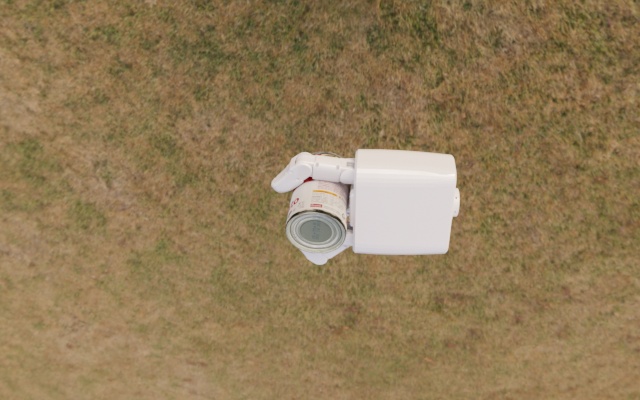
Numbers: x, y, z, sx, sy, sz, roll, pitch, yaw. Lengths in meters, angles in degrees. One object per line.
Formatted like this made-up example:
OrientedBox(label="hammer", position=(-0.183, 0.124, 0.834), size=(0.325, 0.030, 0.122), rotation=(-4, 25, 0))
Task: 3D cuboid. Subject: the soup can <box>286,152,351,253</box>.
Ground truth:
OrientedBox(label="soup can", position=(0.000, 0.002, 0.545), size=(0.068, 0.069, 0.102), rotation=(0, 43, 8))
